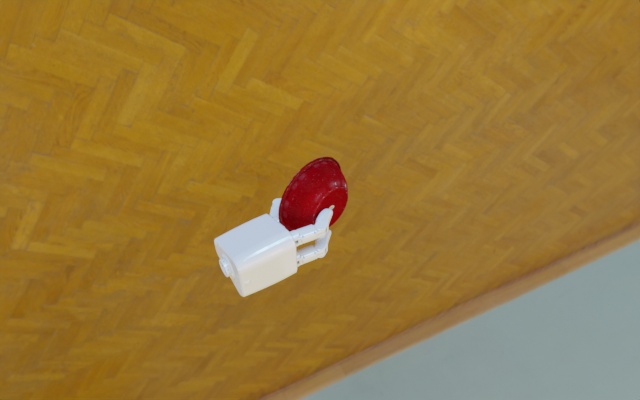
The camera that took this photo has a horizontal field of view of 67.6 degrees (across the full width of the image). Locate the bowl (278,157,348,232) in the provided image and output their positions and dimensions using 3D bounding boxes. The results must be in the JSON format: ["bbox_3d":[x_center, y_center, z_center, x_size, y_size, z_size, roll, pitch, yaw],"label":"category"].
[{"bbox_3d":[0.001,0.002,0.879,0.055,0.162,0.162,35,20,31],"label":"bowl"}]
